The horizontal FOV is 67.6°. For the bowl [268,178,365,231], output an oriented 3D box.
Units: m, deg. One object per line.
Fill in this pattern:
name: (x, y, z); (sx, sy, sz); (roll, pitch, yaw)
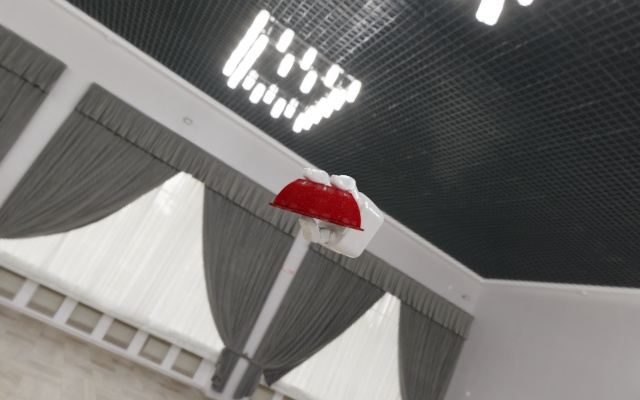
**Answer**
bowl: (0.000, 0.002, 0.771); (0.162, 0.055, 0.162); (16, -1, 0)
